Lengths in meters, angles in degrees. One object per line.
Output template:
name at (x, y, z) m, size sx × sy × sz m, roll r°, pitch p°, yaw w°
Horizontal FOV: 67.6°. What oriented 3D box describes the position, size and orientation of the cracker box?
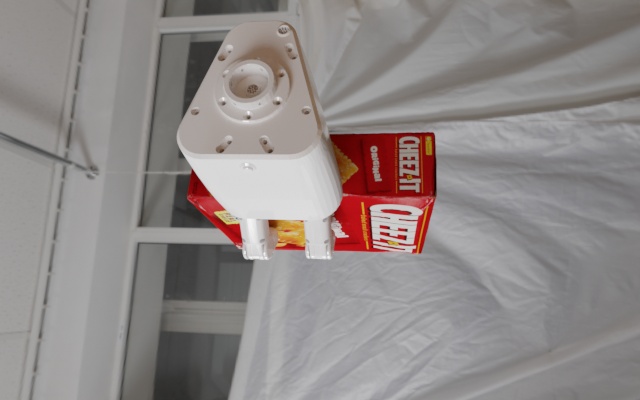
cracker box at (0.000, 0.001, 0.481) m, size 0.213 × 0.072 × 0.164 m, roll 1°, pitch -22°, yaw 8°
